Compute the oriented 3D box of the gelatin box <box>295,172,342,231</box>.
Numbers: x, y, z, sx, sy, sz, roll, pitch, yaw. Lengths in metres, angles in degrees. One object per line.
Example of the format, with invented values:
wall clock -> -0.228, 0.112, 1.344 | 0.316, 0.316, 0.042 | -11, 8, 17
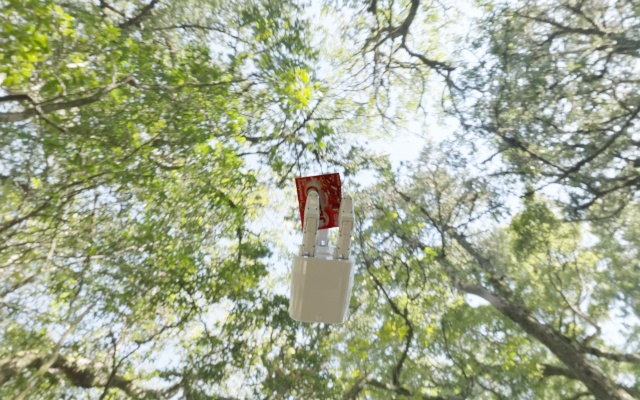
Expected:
gelatin box -> 0.000, 0.002, 0.770 | 0.073, 0.089, 0.030 | -8, 4, -2
